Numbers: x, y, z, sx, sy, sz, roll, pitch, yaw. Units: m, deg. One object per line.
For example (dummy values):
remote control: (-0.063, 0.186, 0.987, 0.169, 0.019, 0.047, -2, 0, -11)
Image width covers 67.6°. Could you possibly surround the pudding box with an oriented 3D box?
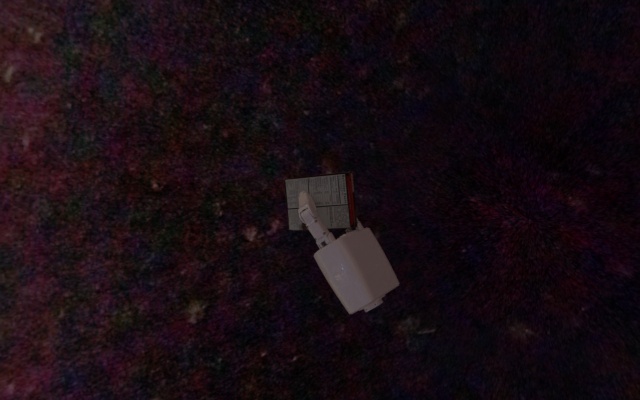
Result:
pudding box: (0.000, 0.003, 0.772, 0.113, 0.090, 0.039, -4, 1, 21)
